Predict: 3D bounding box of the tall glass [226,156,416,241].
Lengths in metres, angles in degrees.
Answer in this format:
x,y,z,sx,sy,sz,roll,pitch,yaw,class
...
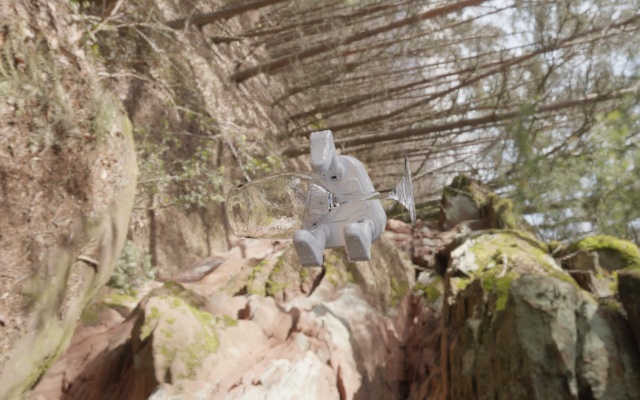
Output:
x,y,z,sx,sy,sz,roll,pitch,yaw,class
0.001,0.002,0.528,0.201,0.079,0.079,-7,-2,13,tall glass
